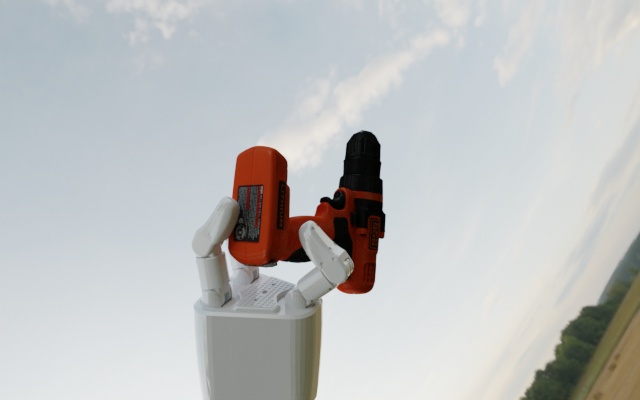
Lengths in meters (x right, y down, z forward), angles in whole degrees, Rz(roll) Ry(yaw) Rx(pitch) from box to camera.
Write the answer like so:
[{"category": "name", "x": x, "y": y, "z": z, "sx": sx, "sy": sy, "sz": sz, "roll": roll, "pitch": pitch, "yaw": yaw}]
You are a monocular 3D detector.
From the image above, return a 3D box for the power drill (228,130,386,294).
[{"category": "power drill", "x": 0.000, "y": 0.002, "z": 0.484, "sx": 0.057, "sy": 0.184, "sz": 0.188, "roll": -5, "pitch": -12, "yaw": 42}]
